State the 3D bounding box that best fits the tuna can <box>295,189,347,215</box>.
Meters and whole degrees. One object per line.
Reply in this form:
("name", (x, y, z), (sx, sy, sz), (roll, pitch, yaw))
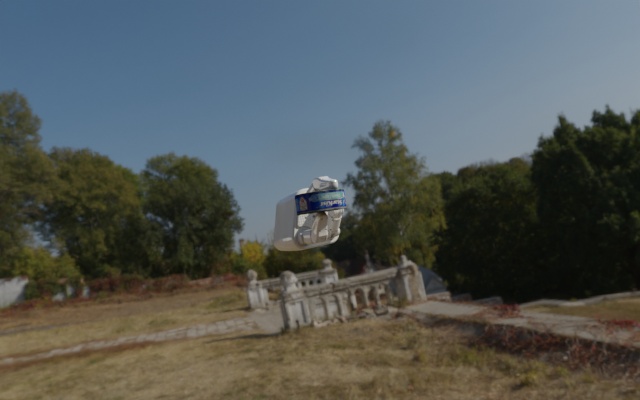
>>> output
("tuna can", (0.000, 0.002, 0.799), (0.086, 0.034, 0.086), (-8, -2, 0))
